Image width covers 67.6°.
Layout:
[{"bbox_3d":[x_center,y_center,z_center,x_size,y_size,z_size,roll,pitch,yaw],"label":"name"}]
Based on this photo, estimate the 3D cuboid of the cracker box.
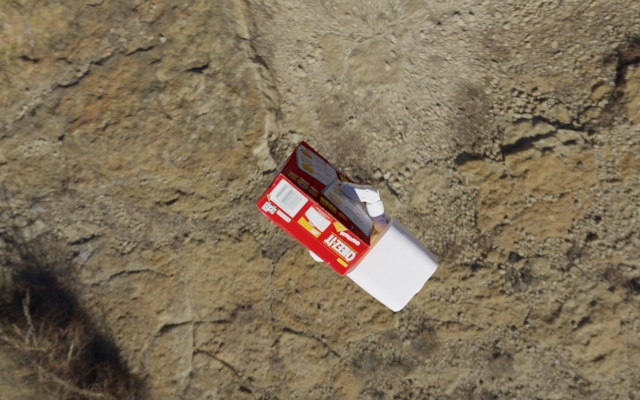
[{"bbox_3d":[0.000,0.002,0.752,0.164,0.072,0.213,39,19,-7],"label":"cracker box"}]
